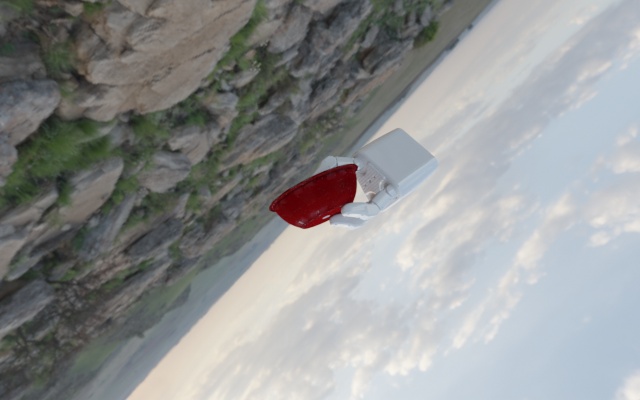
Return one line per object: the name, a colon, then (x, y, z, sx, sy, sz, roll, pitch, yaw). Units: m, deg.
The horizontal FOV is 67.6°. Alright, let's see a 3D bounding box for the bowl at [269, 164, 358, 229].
bowl: (-0.001, 0.003, 0.778, 0.162, 0.055, 0.162, -25, -10, -5)
